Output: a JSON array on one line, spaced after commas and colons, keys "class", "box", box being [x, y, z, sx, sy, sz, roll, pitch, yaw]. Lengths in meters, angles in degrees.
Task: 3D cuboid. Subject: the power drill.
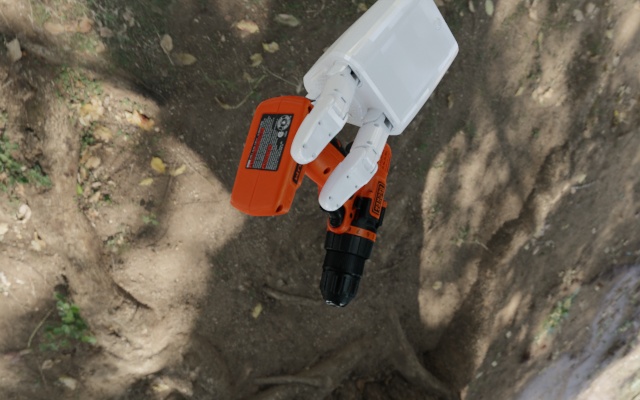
[{"class": "power drill", "box": [0.000, 0.001, 0.453, 0.057, 0.184, 0.188, 5, -14, 33]}]
